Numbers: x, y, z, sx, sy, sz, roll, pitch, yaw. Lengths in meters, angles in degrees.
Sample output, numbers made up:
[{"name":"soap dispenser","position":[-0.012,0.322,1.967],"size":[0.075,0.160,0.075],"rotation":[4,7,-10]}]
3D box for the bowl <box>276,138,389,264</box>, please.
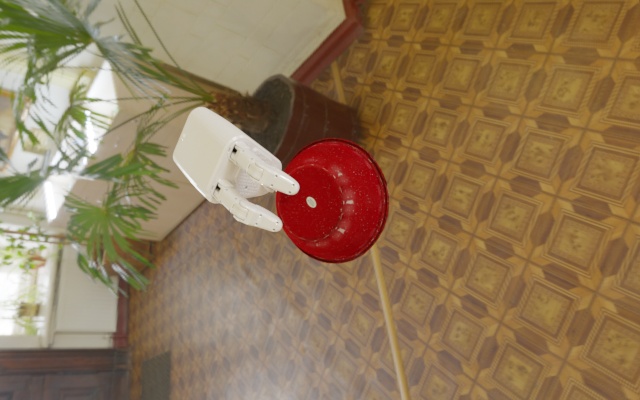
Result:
[{"name":"bowl","position":[0.001,0.002,0.590],"size":[0.162,0.162,0.055],"rotation":[0,2,30]}]
